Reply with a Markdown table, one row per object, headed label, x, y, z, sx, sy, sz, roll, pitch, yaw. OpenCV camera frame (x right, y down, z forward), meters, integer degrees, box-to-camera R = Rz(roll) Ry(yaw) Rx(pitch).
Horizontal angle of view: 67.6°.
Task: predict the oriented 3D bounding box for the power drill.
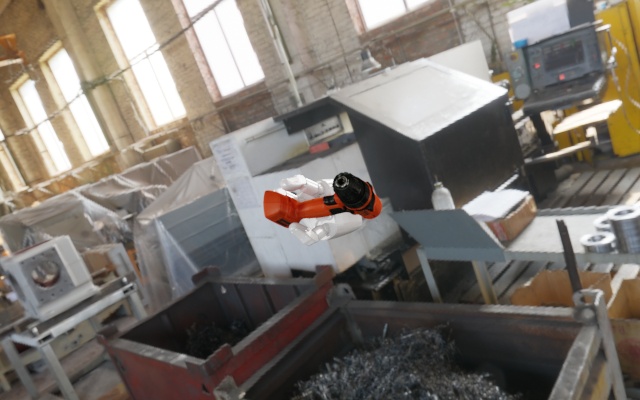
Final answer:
| label | x | y | z | sx | sy | sz | roll | pitch | yaw |
| --- | --- | --- | --- | --- | --- | --- | --- | --- | --- |
| power drill | 0.000 | 0.003 | 0.823 | 0.187 | 0.057 | 0.184 | -6 | -18 | 20 |
